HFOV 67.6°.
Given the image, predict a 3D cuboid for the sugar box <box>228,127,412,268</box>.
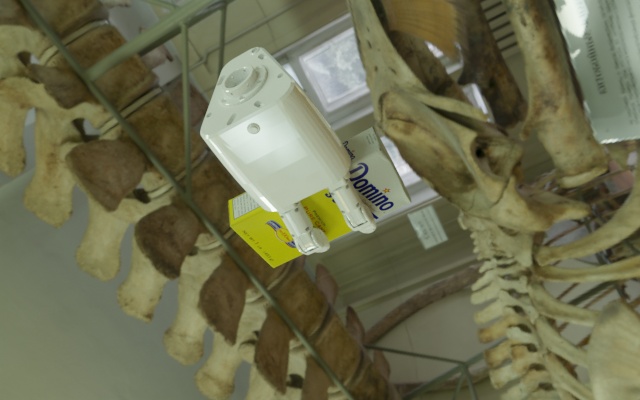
[{"bbox_3d":[0.000,0.002,0.515,0.176,0.048,0.093,-25,-45,14],"label":"sugar box"}]
